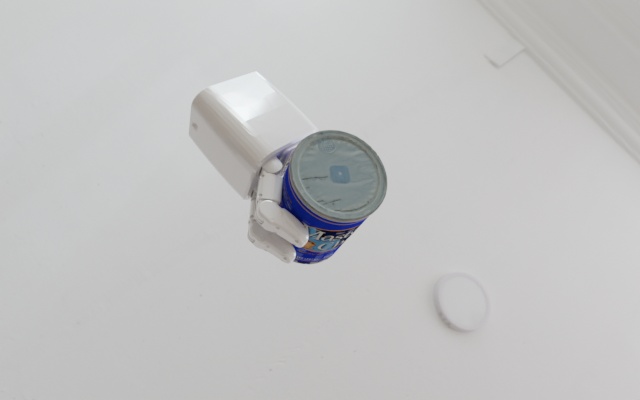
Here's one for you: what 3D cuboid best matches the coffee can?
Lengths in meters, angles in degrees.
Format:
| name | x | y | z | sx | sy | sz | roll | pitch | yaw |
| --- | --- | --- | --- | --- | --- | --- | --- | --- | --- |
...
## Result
| name | x | y | z | sx | sy | sz | roll | pitch | yaw |
| --- | --- | --- | --- | --- | --- | --- | --- | --- | --- |
| coffee can | 0.000 | 0.002 | 0.535 | 0.103 | 0.102 | 0.140 | 0 | -25 | -18 |
